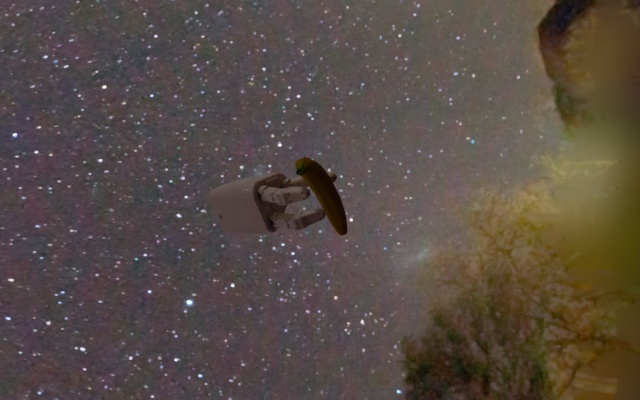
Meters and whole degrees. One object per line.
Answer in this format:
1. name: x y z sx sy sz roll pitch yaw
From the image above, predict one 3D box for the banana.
1. banana: 0.001 -0.015 0.814 0.037 0.069 0.198 -9 -37 24
